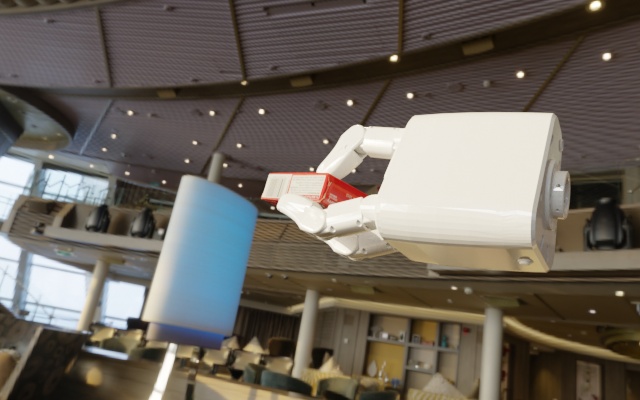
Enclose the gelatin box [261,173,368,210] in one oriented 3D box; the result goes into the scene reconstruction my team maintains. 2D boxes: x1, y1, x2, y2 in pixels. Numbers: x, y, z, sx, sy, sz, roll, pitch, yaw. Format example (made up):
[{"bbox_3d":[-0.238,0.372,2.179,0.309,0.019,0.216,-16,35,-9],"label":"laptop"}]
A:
[{"bbox_3d":[0.000,0.001,0.447,0.073,0.030,0.089,28,-16,-39],"label":"gelatin box"}]
